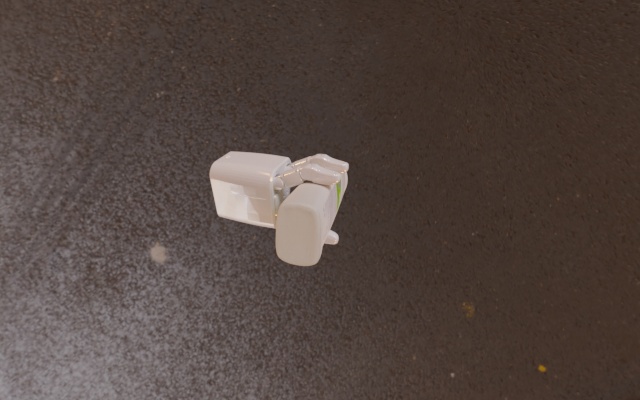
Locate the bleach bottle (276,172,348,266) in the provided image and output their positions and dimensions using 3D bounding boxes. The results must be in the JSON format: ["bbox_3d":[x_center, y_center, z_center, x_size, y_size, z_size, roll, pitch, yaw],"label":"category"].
[{"bbox_3d":[0.000,0.002,0.777,0.068,0.103,0.250,9,23,13],"label":"bleach bottle"}]
